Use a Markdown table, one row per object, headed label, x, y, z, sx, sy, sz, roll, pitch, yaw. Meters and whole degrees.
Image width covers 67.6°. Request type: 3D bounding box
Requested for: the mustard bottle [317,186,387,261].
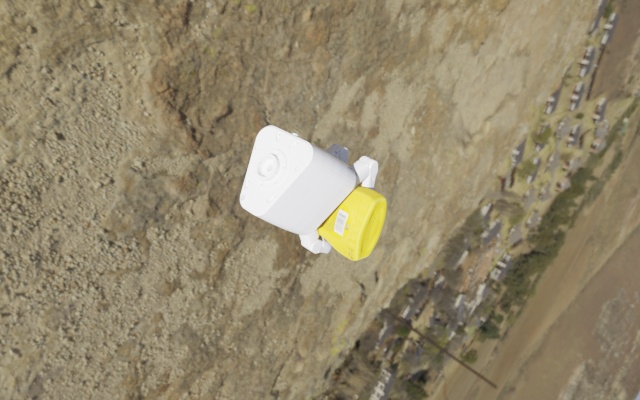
| label | x | y | z | sx | sy | sz | roll | pitch | yaw |
| --- | --- | --- | --- | --- | --- | --- | --- | --- | --- |
| mustard bottle | 0.001 | 0.002 | 0.689 | 0.191 | 0.096 | 0.058 | 29 | 26 | 34 |
